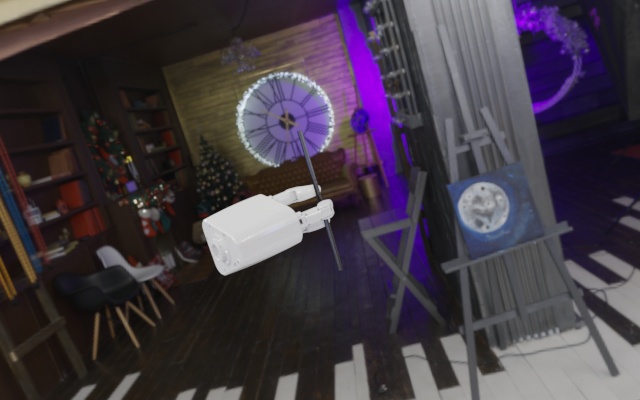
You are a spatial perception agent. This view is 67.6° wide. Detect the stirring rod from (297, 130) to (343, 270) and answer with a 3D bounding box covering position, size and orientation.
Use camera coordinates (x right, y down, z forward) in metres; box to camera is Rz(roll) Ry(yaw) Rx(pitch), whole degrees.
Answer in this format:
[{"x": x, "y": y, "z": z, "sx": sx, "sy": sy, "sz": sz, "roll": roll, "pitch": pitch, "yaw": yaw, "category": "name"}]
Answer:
[{"x": 0.000, "y": 0.003, "z": 0.779, "sx": 0.011, "sy": 0.239, "sz": 0.011, "roll": -16, "pitch": 11, "yaw": 3, "category": "stirring rod"}]
